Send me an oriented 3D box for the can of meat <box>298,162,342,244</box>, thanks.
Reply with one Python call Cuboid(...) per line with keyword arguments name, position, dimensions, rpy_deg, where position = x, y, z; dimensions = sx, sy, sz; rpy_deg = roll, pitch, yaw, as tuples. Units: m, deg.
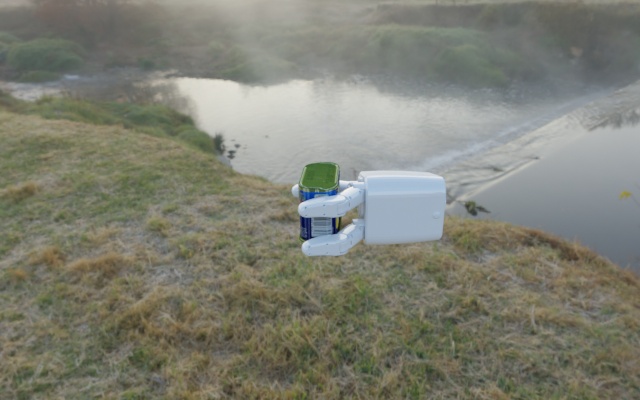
Cuboid(name="can of meat", position=(0.000, 0.002, 0.657), dimensions=(0.057, 0.084, 0.102), rpy_deg=(1, 25, 4))
